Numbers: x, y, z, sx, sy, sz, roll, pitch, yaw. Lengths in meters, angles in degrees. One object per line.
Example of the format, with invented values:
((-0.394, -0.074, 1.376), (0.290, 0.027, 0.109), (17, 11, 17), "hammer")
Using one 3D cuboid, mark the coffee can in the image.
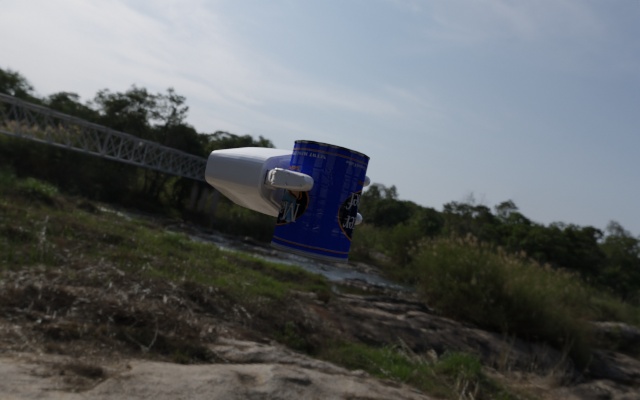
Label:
((0.000, 0.002, 0.623), (0.103, 0.140, 0.103), (13, -1, 0), "coffee can")
